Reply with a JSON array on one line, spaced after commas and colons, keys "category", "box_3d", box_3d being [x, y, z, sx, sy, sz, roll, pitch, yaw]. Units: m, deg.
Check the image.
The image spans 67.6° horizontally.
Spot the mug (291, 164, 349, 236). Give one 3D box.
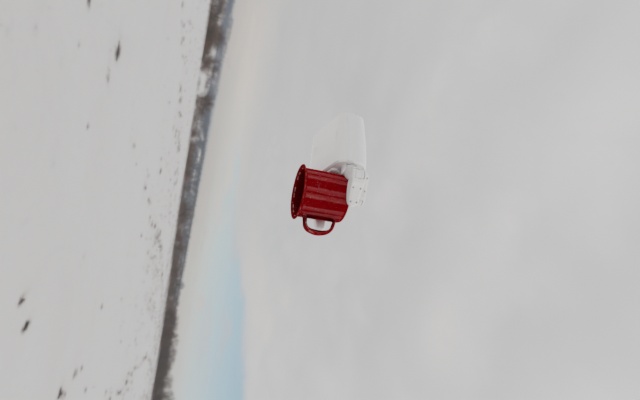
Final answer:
[{"category": "mug", "box_3d": [0.000, 0.004, 0.793, 0.081, 0.117, 0.093, 10, -27, -15]}]
